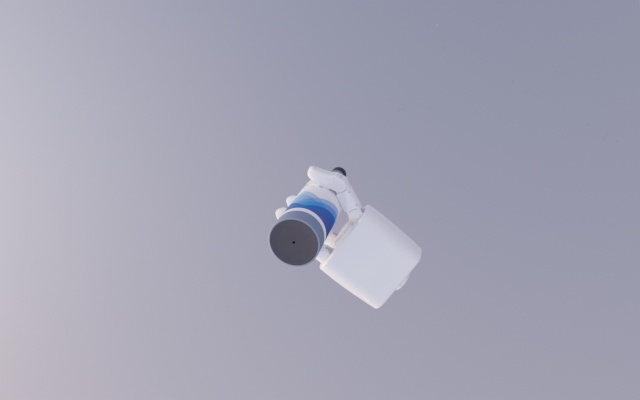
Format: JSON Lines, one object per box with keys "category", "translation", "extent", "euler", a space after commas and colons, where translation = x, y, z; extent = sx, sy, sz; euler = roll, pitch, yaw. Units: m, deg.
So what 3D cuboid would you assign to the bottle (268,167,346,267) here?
{"category": "bottle", "translation": [0.000, 0.002, 0.716], "extent": [0.069, 0.069, 0.295], "euler": [0, 20, 14]}
